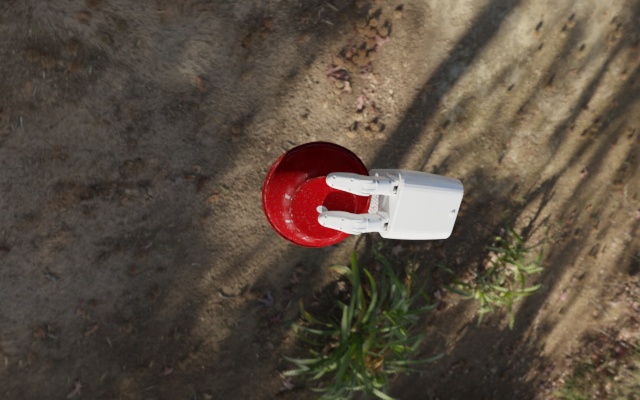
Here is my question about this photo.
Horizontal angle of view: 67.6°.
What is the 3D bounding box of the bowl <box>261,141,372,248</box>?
[{"bbox_3d":[-0.001,0.002,0.663,0.162,0.162,0.055,0,20,-10],"label":"bowl"}]
